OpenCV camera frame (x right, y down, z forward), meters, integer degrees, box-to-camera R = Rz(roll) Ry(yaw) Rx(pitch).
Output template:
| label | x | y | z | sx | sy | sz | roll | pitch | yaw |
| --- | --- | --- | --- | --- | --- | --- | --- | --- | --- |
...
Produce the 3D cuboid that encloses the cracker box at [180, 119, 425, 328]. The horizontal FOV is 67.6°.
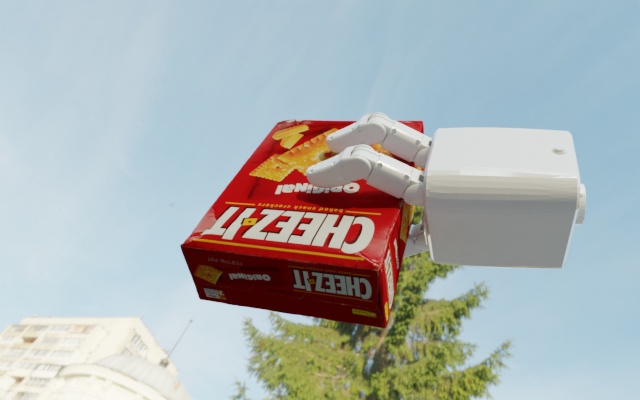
| label | x | y | z | sx | sy | sz | roll | pitch | yaw |
| --- | --- | --- | --- | --- | --- | --- | --- | --- | --- |
| cracker box | 0.000 | 0.001 | 0.440 | 0.164 | 0.072 | 0.213 | 4 | 37 | 19 |
